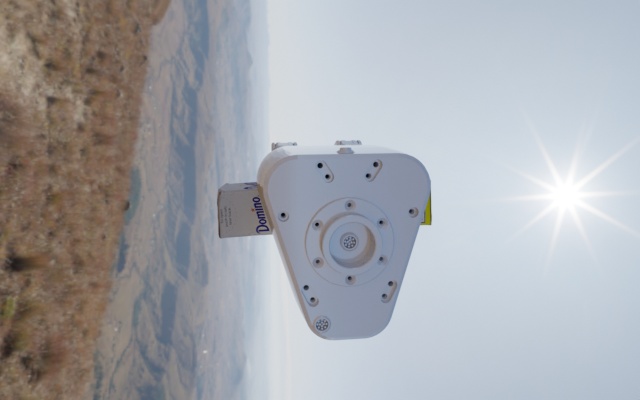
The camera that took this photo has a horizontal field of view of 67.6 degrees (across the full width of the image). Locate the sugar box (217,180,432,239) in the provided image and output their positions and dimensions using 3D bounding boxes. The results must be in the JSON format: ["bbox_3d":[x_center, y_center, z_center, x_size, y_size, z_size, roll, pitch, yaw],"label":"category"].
[{"bbox_3d":[0.000,0.001,0.429,0.176,0.048,0.093,-1,6,-7],"label":"sugar box"}]
